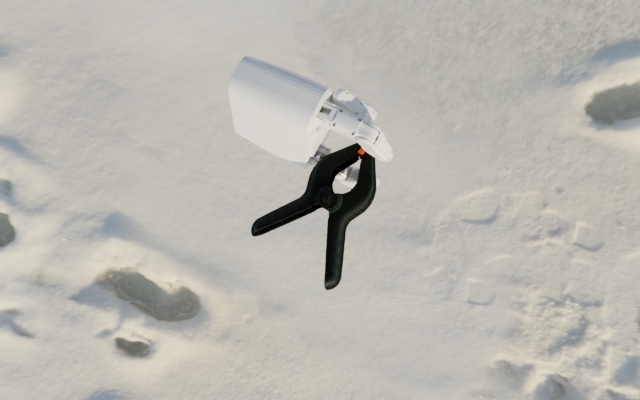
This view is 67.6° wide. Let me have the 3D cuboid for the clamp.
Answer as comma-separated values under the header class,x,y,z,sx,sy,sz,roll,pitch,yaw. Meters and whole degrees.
class,x,y,z,sx,sy,sz,roll,pitch,yaw
clamp,0.000,0.002,0.547,0.120,0.171,0.039,26,-8,9
